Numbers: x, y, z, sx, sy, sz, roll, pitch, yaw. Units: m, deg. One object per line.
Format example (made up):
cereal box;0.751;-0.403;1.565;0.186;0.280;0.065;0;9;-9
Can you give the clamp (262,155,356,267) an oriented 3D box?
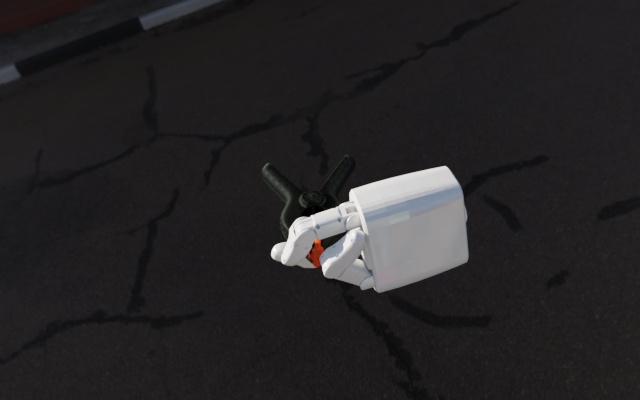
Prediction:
clamp;0.000;0.002;0.569;0.120;0.171;0.039;-16;-44;-3
